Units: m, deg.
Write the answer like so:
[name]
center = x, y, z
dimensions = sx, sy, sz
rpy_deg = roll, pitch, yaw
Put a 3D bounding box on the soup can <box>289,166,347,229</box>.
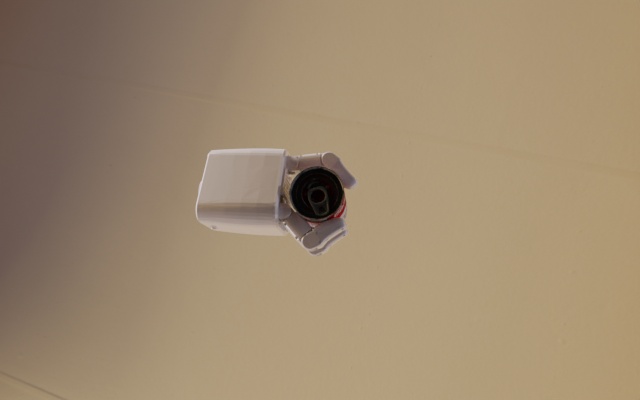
[soup can]
center = 0.001, 0.002, 0.630
dimensions = 0.068, 0.068, 0.102
rpy_deg = 0, -13, 6
